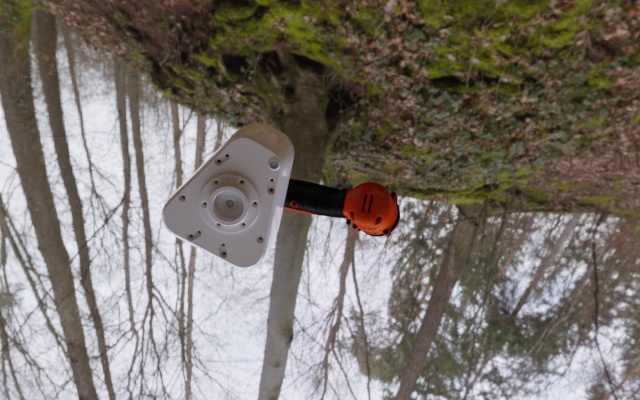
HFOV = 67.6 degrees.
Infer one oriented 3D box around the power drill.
[{"bbox_3d":[0.000,0.002,0.561,0.187,0.057,0.184,9,-7,13],"label":"power drill"}]
